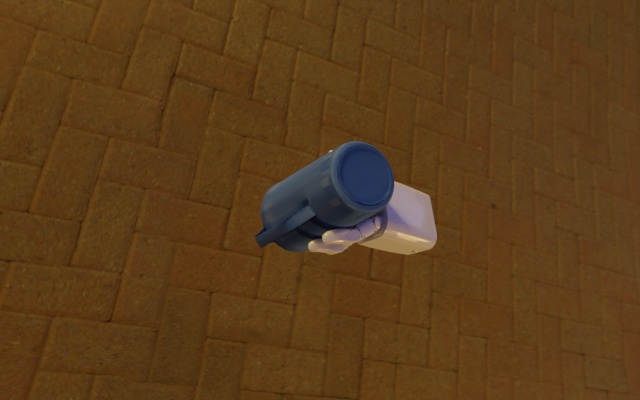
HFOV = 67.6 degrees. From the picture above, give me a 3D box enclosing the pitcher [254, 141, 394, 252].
[{"bbox_3d":[0.000,0.002,0.760,0.145,0.149,0.243,17,-23,-23],"label":"pitcher"}]
